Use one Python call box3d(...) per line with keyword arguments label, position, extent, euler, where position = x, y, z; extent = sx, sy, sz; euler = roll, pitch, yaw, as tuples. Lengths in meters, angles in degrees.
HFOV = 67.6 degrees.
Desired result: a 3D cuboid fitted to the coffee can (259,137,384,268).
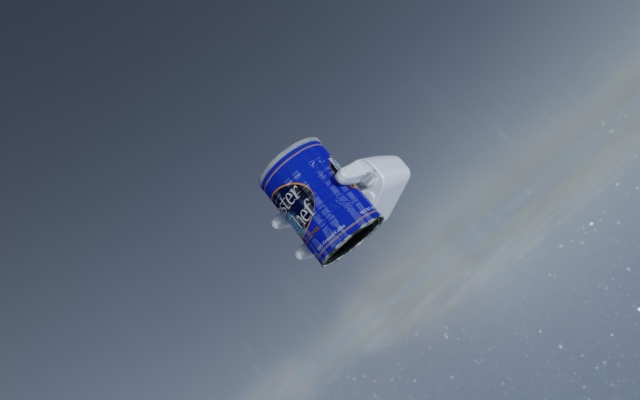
box3d(label="coffee can", position=(0.000, 0.002, 0.629), extent=(0.103, 0.140, 0.103), euler=(-36, -15, -11))
